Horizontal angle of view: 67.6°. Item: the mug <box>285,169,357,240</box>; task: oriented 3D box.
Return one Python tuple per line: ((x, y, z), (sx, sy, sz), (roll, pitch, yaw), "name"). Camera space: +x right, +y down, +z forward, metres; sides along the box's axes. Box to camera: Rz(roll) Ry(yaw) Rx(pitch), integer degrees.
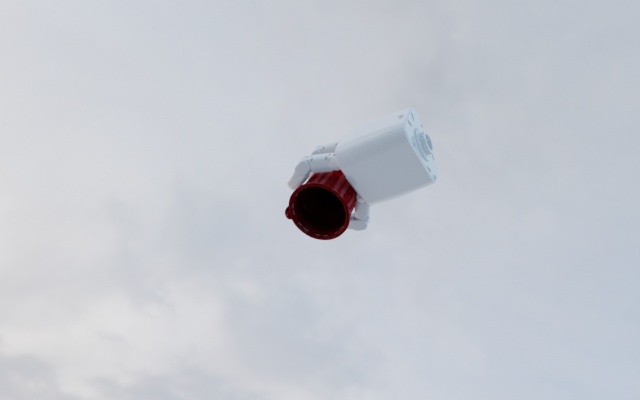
((-0.001, 0.003, 0.718), (0.117, 0.093, 0.081), (-18, 19, 29), "mug")
